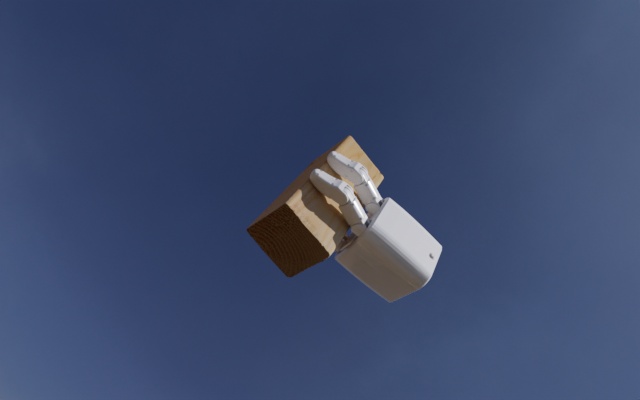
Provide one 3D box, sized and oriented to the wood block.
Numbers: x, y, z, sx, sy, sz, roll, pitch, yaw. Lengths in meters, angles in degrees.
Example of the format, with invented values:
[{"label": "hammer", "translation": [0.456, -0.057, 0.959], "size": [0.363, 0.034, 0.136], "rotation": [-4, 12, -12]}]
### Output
[{"label": "wood block", "translation": [0.000, 0.003, 0.683], "size": [0.091, 0.090, 0.206], "rotation": [-33, 11, 39]}]
